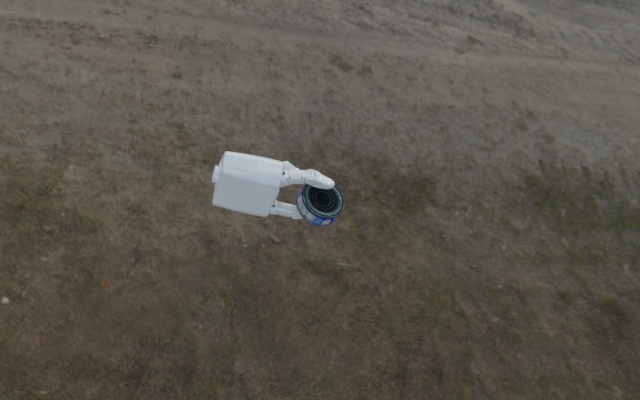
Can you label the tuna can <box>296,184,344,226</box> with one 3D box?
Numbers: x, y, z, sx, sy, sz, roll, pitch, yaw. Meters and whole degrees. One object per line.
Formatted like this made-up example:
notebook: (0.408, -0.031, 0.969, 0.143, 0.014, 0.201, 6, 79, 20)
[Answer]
tuna can: (0.000, 0.003, 0.890, 0.086, 0.086, 0.034, 0, -29, -26)
